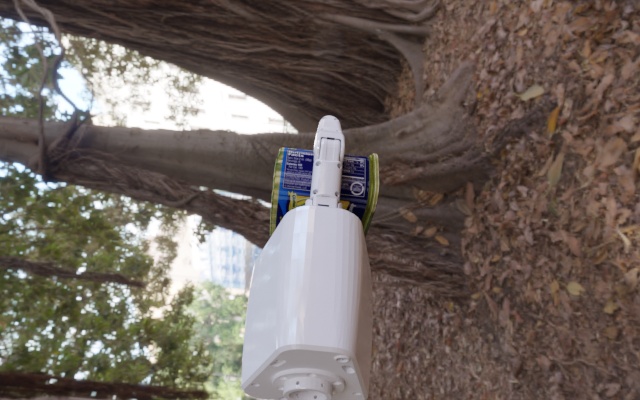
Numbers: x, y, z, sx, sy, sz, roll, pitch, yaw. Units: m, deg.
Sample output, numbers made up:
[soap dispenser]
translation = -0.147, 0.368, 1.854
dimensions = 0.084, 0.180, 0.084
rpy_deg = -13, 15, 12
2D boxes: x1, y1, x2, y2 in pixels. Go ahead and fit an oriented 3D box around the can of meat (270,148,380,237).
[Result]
[can of meat]
translation = 0.000, 0.001, 0.421
dimensions = 0.084, 0.057, 0.102
rpy_deg = 6, -36, -4
